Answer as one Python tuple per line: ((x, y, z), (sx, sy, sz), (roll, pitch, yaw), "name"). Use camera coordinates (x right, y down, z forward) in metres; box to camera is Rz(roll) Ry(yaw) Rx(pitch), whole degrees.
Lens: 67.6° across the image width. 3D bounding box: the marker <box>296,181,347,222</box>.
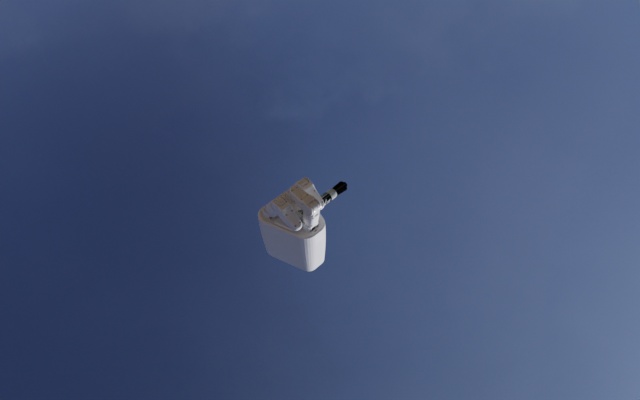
((0.000, 0.003, 0.811), (0.121, 0.020, 0.020), (-36, 18, -27), "marker")
